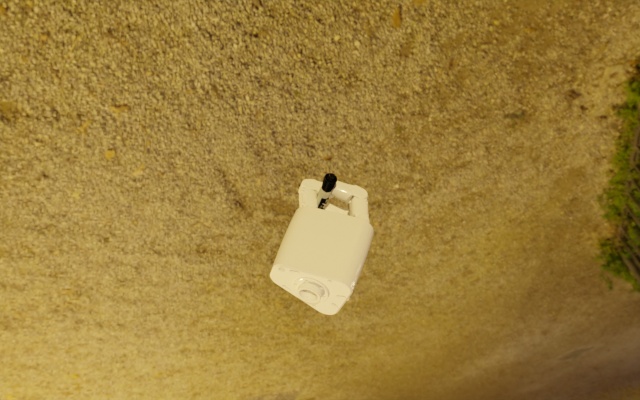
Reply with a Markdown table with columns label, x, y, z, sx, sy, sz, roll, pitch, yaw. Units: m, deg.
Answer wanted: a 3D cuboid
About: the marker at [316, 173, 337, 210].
| label | x | y | z | sx | sy | sz | roll | pitch | yaw |
| --- | --- | --- | --- | --- | --- | --- | --- | --- | --- |
| marker | 0.000 | 0.002 | 0.701 | 0.020 | 0.020 | 0.121 | 0 | -37 | -19 |
